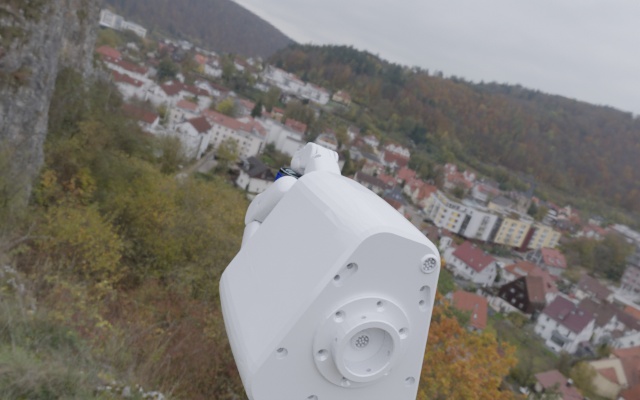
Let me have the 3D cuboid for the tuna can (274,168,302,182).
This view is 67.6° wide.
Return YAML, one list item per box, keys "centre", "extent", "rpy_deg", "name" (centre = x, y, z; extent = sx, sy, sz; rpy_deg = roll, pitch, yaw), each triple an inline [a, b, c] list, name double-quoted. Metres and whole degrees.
- centre: [0.000, 0.001, 0.403]
  extent: [0.086, 0.034, 0.086]
  rpy_deg: [19, 7, -2]
  name: "tuna can"
